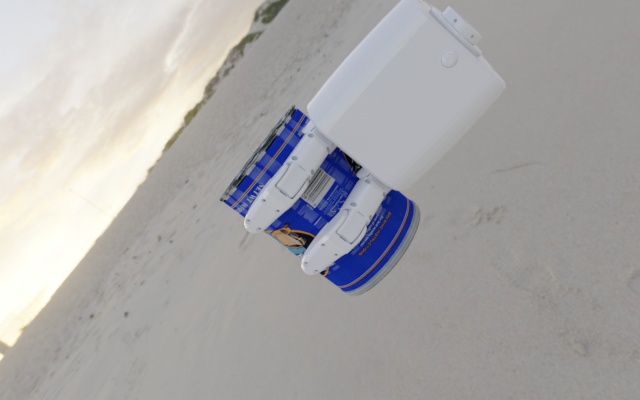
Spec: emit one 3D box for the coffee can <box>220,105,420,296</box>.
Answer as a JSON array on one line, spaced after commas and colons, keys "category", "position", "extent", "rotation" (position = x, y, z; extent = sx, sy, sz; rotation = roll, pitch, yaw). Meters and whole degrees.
[{"category": "coffee can", "position": [0.000, 0.002, 0.416], "extent": [0.140, 0.103, 0.103], "rotation": [38, -9, -11]}]
